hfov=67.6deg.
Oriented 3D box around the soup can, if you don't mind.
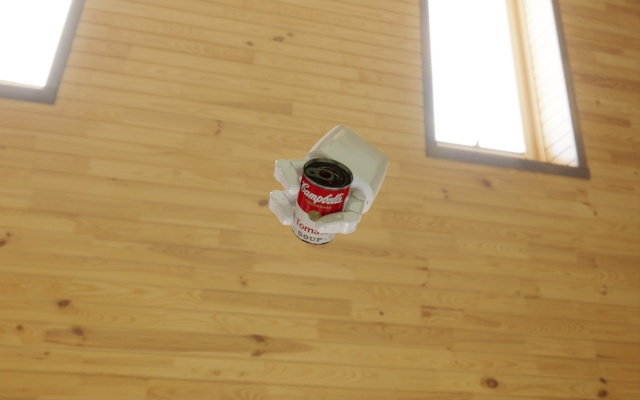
[{"bbox_3d":[0.000,0.003,0.654,0.068,0.102,0.068,9,38,-7],"label":"soup can"}]
